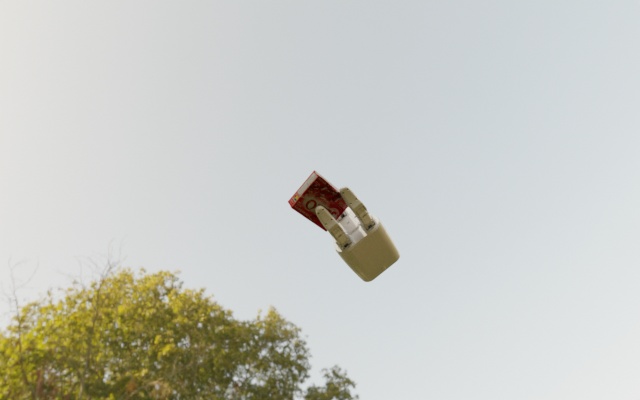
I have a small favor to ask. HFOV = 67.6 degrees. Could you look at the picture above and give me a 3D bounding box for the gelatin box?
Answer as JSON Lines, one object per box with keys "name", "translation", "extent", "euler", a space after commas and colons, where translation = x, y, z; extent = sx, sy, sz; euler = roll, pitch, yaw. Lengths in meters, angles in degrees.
{"name": "gelatin box", "translation": [0.000, 0.002, 0.829], "extent": [0.089, 0.073, 0.030], "euler": [37, 8, -31]}
